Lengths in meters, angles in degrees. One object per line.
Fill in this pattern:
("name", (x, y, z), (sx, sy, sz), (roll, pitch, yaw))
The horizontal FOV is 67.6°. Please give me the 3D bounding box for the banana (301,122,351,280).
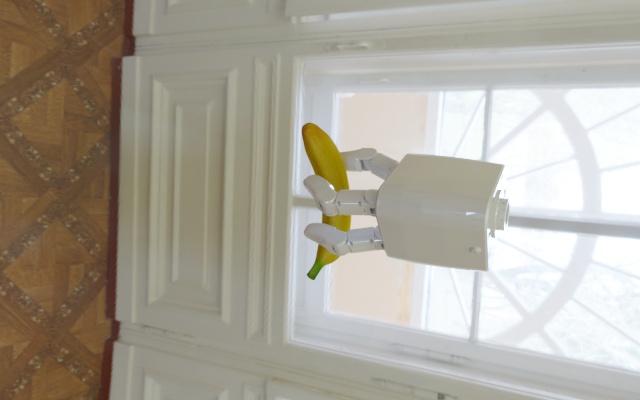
("banana", (0.010, -0.001, 0.573), (0.037, 0.198, 0.069), (10, 26, 30))
